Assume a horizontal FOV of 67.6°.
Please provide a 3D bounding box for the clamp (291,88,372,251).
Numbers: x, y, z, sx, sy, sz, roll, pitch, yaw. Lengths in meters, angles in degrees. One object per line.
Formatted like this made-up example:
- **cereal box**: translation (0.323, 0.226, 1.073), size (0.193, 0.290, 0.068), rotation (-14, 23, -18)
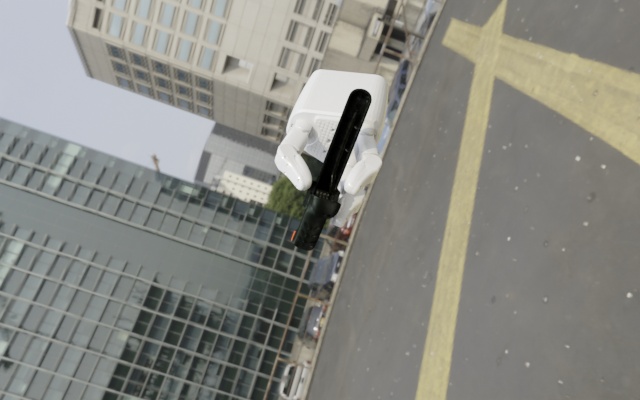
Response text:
- **clamp**: translation (-0.001, 0.002, 0.524), size (0.036, 0.164, 0.210), rotation (21, -43, -2)
